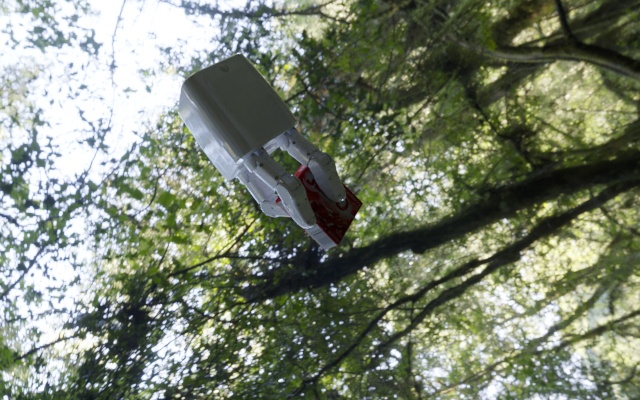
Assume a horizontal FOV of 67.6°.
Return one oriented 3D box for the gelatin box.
[{"bbox_3d":[0.000,0.002,0.567,0.030,0.089,0.073,-27,23,50],"label":"gelatin box"}]
